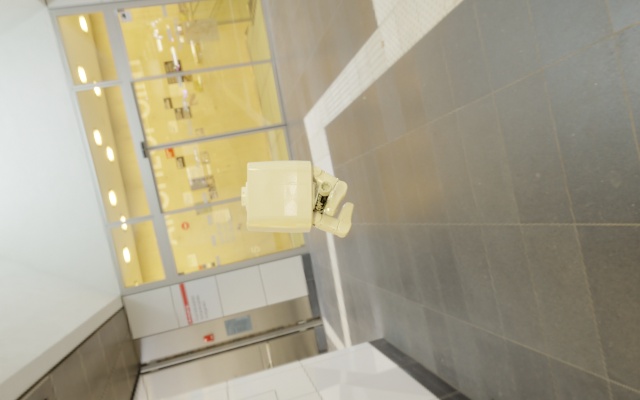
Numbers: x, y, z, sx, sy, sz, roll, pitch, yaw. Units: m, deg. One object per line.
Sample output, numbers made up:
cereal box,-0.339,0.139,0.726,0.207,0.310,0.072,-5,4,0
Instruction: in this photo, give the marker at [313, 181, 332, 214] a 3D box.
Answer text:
marker,0.000,0.003,0.768,0.020,0.020,0.121,0,-22,-8
